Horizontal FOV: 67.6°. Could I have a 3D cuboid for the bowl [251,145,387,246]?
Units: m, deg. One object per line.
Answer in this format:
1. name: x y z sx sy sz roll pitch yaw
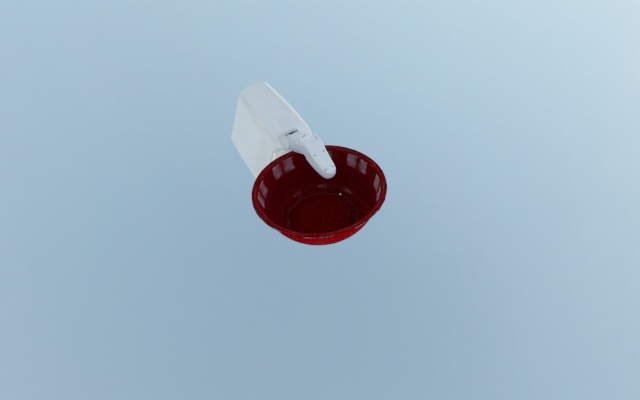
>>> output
1. bowl: 0.001 0.003 0.583 0.162 0.055 0.162 -4 43 3
